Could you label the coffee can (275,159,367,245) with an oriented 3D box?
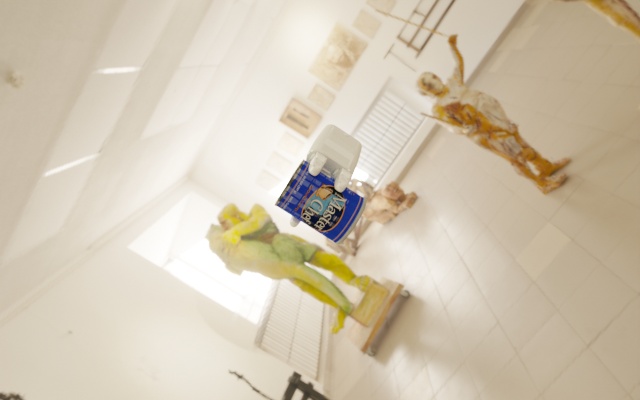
[{"bbox_3d":[0.000,0.003,0.891,0.140,0.103,0.103,32,-4,-7],"label":"coffee can"}]
